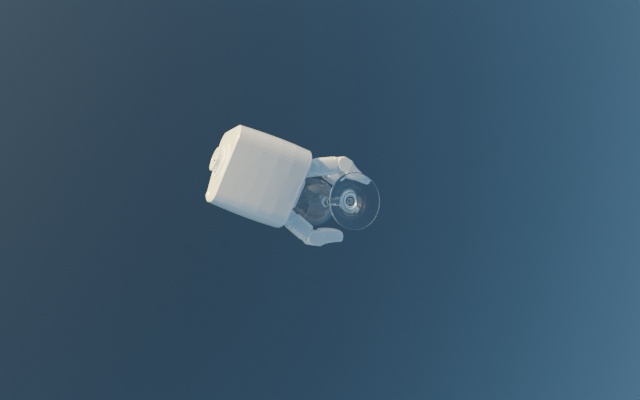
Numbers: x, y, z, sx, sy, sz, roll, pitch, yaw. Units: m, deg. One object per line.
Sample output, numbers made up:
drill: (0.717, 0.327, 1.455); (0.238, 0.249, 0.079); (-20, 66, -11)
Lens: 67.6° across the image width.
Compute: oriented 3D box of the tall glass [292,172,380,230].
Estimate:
tall glass: (0.001, 0.002, 0.697); (0.079, 0.079, 0.201); (0, -1, -26)
